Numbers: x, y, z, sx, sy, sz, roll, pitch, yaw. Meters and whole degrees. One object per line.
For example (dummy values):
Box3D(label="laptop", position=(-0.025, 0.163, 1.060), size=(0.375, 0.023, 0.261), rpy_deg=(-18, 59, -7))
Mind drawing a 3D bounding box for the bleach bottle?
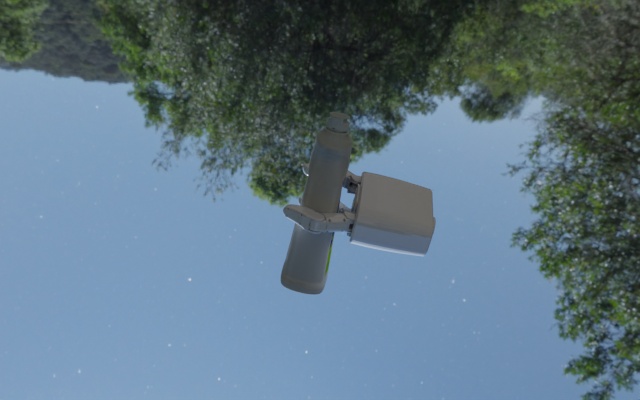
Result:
Box3D(label="bleach bottle", position=(0.000, 0.002, 0.674), size=(0.068, 0.251, 0.102), rpy_deg=(13, 25, 1))
